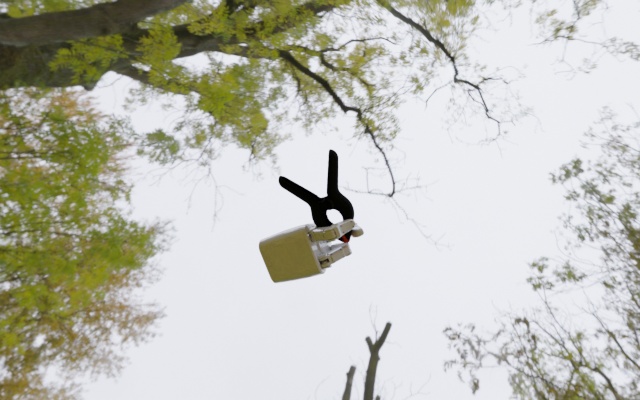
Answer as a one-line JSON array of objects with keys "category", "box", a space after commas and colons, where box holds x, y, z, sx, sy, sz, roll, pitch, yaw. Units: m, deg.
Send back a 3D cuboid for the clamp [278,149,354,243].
[{"category": "clamp", "box": [0.000, 0.003, 0.870, 0.120, 0.171, 0.039, -16, 11, 22]}]
